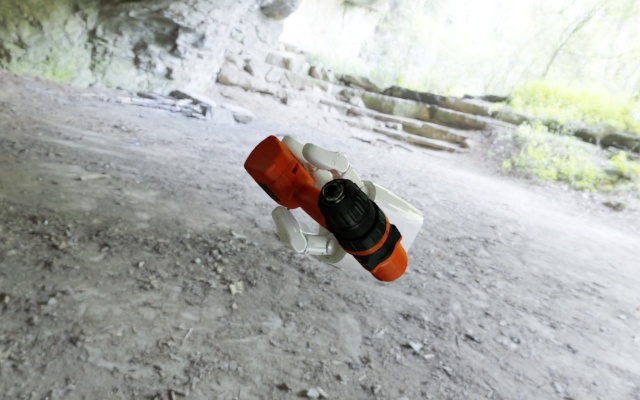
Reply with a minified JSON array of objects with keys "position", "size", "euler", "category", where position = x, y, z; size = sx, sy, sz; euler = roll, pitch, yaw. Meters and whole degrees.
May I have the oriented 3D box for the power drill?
[{"position":[0.000,0.002,0.506],"size":[0.187,0.057,0.184],"euler":[38,-9,36],"category":"power drill"}]
